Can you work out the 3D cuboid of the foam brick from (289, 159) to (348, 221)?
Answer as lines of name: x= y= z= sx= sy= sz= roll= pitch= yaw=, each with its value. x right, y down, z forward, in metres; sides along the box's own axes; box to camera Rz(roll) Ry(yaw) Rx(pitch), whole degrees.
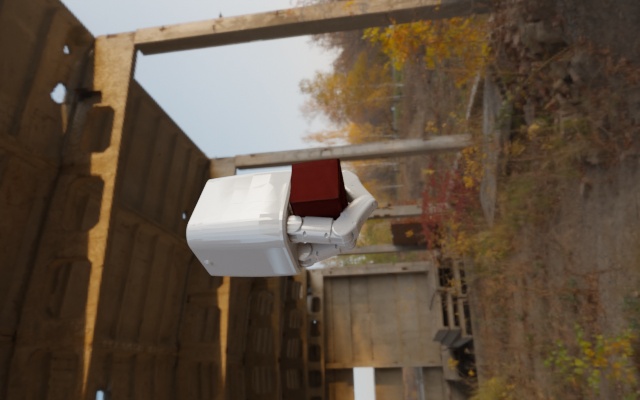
foam brick: x=0.000 y=0.001 z=0.506 sx=0.051 sy=0.053 sz=0.078 roll=-4 pitch=-37 yaw=8
